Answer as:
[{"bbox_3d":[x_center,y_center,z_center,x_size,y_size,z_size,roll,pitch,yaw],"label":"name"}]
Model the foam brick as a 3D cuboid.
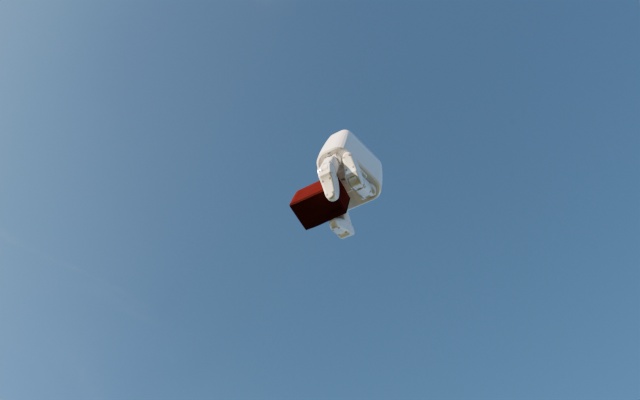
[{"bbox_3d":[0.000,0.003,0.762,0.078,0.053,0.051,-23,21,20],"label":"foam brick"}]
